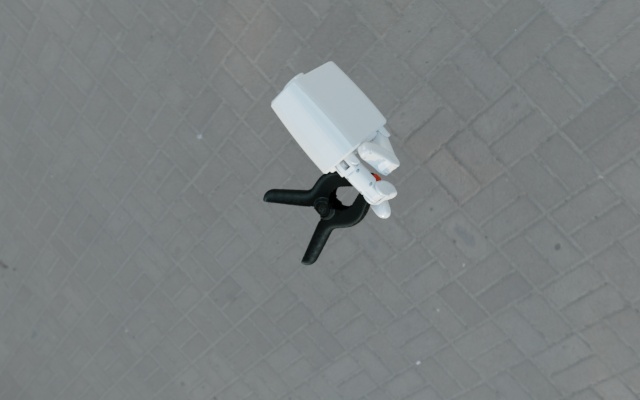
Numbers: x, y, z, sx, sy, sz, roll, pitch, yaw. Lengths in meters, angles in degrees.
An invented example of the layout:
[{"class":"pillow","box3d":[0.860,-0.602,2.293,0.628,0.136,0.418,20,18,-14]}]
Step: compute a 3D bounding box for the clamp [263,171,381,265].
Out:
[{"class":"clamp","box3d":[0.000,0.002,0.643,0.171,0.120,0.039,-40,3,29]}]
